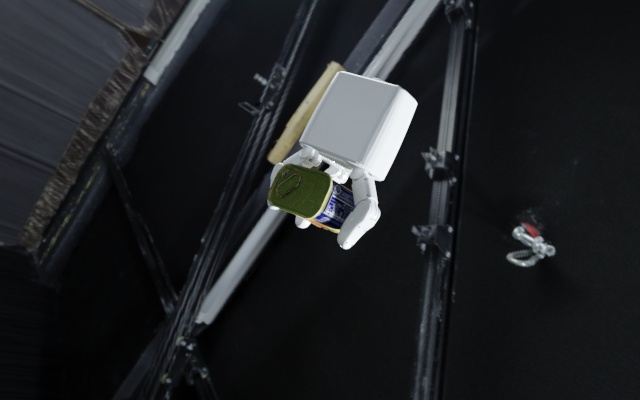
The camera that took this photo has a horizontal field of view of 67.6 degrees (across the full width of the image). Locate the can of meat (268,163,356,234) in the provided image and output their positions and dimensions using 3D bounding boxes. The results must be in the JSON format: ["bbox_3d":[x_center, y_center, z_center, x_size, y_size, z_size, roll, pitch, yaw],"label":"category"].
[{"bbox_3d":[0.000,0.002,0.584,0.084,0.057,0.102,29,-7,-42],"label":"can of meat"}]
